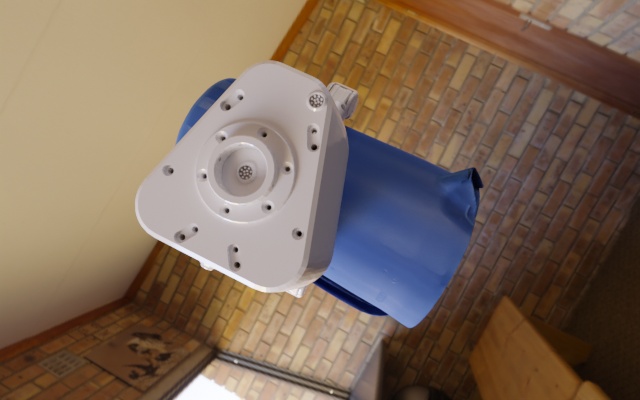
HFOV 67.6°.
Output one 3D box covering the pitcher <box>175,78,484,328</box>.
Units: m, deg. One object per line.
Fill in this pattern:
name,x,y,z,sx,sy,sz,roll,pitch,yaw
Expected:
pitcher,0.000,0.001,0.416,0.243,0.149,0.145,27,-2,7
